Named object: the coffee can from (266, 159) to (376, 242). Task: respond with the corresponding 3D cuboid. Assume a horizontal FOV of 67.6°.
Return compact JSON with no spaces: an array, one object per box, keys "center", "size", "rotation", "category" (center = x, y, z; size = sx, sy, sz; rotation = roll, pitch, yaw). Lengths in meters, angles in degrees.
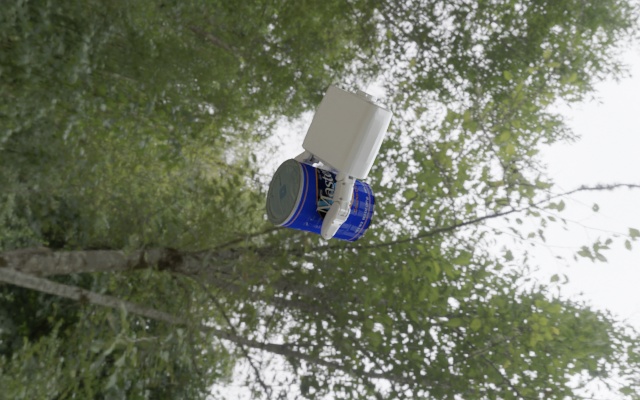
[{"center":[0.000,0.003,0.749],"size":[0.140,0.103,0.103],"rotation":[16,-8,-31],"category":"coffee can"}]
